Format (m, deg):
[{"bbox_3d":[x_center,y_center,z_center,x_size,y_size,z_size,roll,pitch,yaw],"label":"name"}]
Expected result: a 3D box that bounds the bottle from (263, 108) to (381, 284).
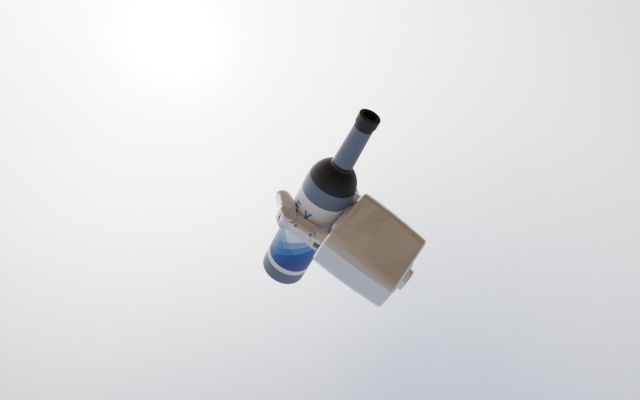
[{"bbox_3d":[0.000,0.002,0.635,0.069,0.069,0.296,0,-42,-31],"label":"bottle"}]
